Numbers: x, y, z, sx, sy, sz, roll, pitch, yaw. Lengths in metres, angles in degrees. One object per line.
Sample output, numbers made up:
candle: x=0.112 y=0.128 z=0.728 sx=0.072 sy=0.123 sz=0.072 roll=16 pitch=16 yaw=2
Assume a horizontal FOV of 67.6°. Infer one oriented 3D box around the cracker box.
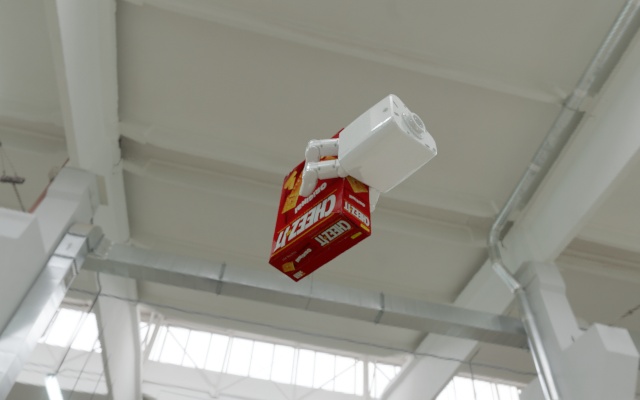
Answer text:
cracker box: x=0.000 y=0.003 z=0.786 sx=0.072 sy=0.213 sz=0.164 roll=37 pitch=-55 yaw=-25
